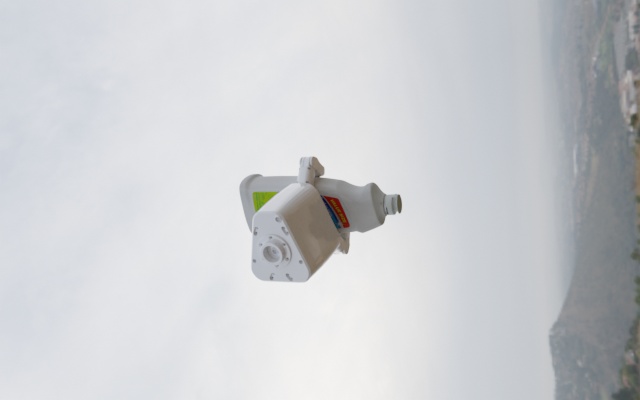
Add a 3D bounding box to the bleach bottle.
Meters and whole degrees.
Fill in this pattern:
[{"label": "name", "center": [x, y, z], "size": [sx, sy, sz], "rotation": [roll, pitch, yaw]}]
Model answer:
[{"label": "bleach bottle", "center": [0.000, 0.003, 0.744], "size": [0.251, 0.102, 0.068], "rotation": [-3, 18, 25]}]
